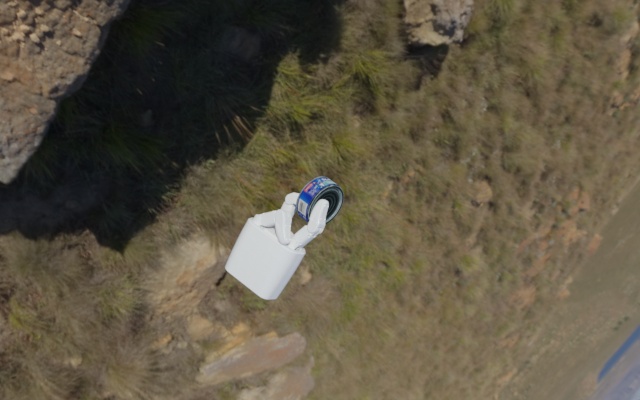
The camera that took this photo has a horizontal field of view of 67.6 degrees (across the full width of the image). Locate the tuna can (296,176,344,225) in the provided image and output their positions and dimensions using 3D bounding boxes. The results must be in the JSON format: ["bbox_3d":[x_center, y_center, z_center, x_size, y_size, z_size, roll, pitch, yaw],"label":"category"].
[{"bbox_3d":[0.001,0.003,0.840,0.086,0.086,0.033,0,28,-47],"label":"tuna can"}]
